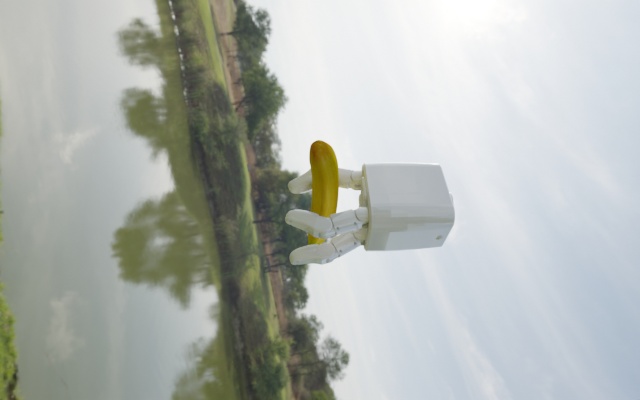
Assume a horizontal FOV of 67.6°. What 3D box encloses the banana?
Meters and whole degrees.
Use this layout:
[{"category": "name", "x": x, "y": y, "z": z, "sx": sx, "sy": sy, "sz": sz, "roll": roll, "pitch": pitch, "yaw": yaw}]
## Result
[{"category": "banana", "x": 0.003, "y": -0.007, "z": 0.616, "sx": 0.037, "sy": 0.198, "sz": 0.069, "roll": 9, "pitch": 41, "yaw": 6}]
